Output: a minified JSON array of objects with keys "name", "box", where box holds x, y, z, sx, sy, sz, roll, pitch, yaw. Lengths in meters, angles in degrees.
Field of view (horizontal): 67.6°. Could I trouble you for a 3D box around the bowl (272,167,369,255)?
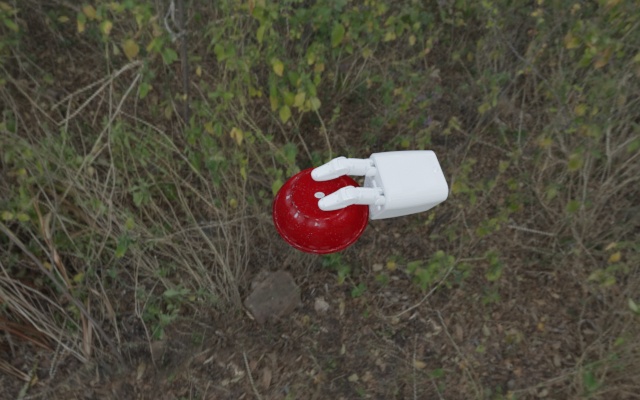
[{"name":"bowl","box":[-0.001,0.003,0.768,0.162,0.162,0.055,0,-29,1]}]
